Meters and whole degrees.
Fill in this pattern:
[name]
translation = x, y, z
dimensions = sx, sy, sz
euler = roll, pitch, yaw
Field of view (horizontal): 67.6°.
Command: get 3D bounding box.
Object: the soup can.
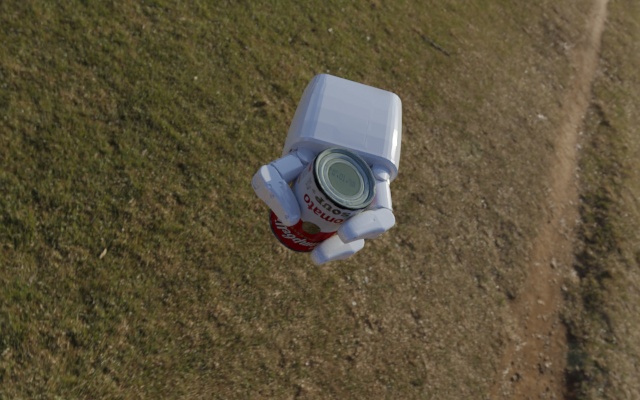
[soup can]
translation = 0.000, 0.002, 0.470
dimensions = 0.068, 0.068, 0.102
euler = 0, -27, -32
